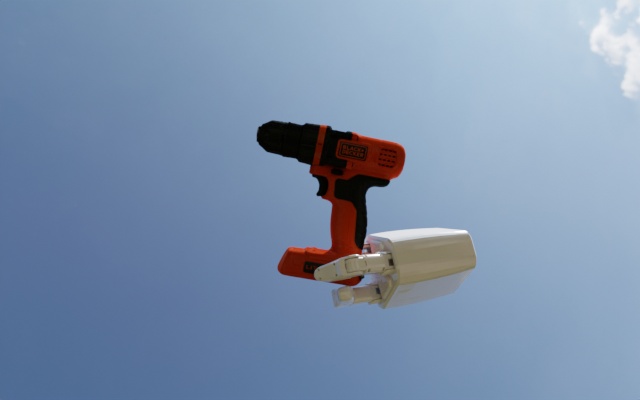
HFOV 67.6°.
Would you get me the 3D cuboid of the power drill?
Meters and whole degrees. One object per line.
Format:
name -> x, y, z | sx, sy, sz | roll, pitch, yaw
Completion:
power drill -> 0.000, 0.002, 0.587 | 0.184, 0.187, 0.057 | 11, 3, 0
